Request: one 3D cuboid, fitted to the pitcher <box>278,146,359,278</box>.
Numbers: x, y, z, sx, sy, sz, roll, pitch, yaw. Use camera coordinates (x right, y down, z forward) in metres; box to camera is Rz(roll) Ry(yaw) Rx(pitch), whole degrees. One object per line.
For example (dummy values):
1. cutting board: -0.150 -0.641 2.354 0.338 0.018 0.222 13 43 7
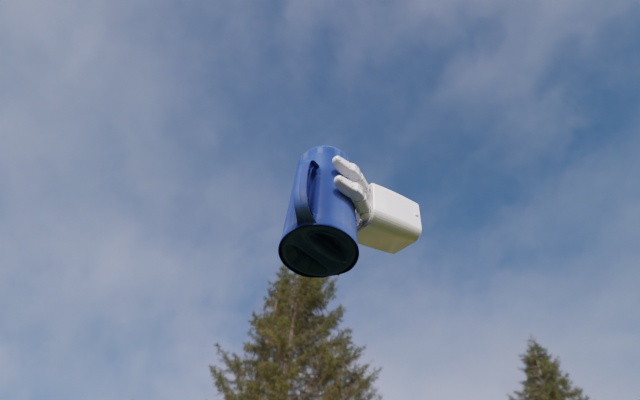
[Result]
1. pitcher: 0.000 0.003 0.859 0.145 0.242 0.149 22 -50 -16
